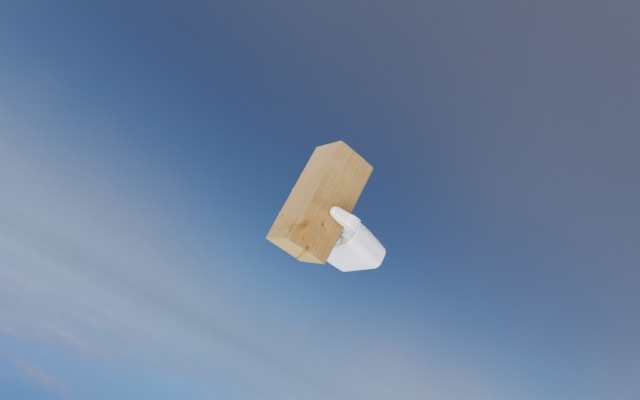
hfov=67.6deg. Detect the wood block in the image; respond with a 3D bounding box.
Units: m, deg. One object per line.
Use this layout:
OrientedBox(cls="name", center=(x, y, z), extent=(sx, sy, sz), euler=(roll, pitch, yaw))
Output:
OrientedBox(cls="wood block", center=(0.001, 0.003, 0.878), extent=(0.090, 0.206, 0.091), euler=(37, -21, -26))
